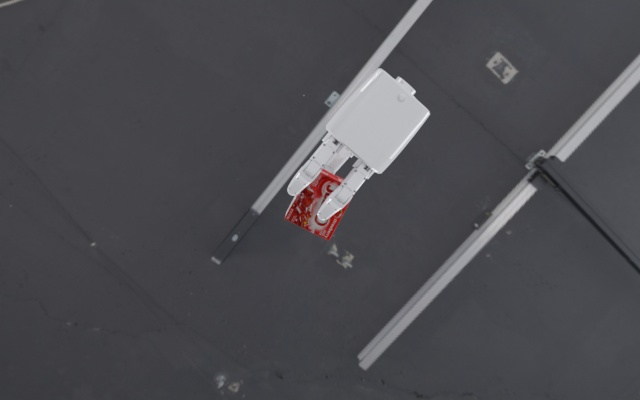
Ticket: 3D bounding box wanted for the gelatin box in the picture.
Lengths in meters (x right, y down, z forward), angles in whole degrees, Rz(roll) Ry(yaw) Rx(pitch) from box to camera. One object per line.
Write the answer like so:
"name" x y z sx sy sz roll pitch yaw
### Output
"gelatin box" 0.000 0.002 0.686 0.073 0.089 0.030 26 19 -5
